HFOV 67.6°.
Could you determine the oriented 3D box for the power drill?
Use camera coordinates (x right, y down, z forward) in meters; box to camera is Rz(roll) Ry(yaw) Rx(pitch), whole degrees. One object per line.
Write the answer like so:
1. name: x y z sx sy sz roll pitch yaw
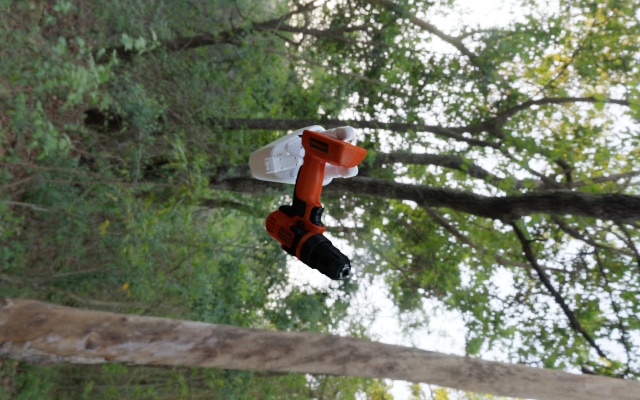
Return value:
1. power drill: 0.000 0.002 0.693 0.057 0.188 0.184 10 14 -44
